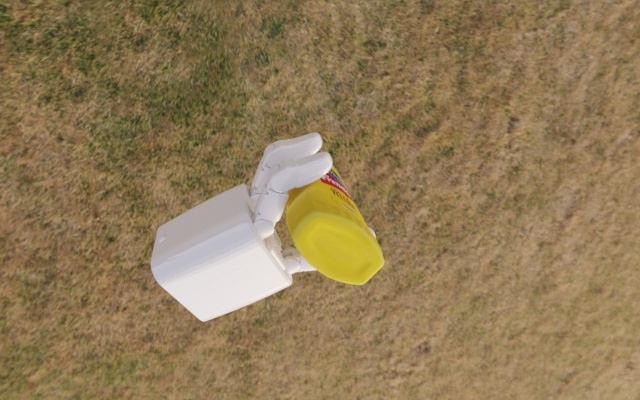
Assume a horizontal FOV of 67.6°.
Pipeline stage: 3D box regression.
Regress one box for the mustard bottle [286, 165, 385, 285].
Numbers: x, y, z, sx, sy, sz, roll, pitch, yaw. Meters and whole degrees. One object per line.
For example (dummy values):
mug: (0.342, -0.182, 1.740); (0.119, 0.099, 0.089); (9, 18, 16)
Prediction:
mustard bottle: (0.000, 0.002, 0.497); (0.096, 0.058, 0.191); (36, 15, -26)
